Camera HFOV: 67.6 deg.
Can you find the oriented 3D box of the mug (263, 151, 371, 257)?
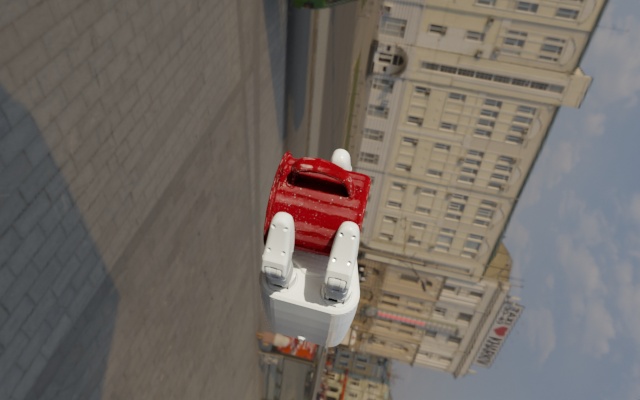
[{"bbox_3d":[0.000,0.001,0.432,0.081,0.093,0.117,13,-34,4],"label":"mug"}]
